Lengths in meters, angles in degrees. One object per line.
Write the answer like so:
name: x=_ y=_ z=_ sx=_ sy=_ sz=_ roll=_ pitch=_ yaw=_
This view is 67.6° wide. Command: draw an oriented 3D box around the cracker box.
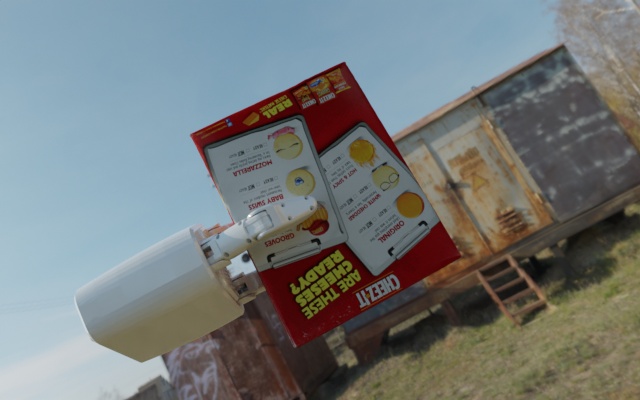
cracker box: x=0.000 y=0.001 z=0.450 sx=0.164 sy=0.213 sz=0.072 roll=-27 pitch=-12 yaw=-7
